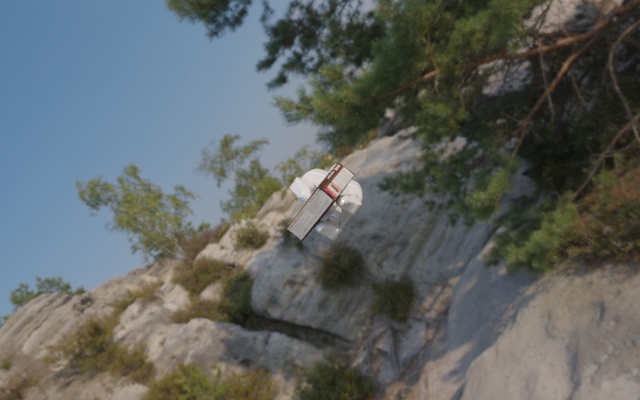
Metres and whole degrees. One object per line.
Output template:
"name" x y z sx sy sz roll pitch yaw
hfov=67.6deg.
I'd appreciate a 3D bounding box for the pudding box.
"pudding box" 0.000 0.002 0.776 0.039 0.113 0.090 36 39 1
